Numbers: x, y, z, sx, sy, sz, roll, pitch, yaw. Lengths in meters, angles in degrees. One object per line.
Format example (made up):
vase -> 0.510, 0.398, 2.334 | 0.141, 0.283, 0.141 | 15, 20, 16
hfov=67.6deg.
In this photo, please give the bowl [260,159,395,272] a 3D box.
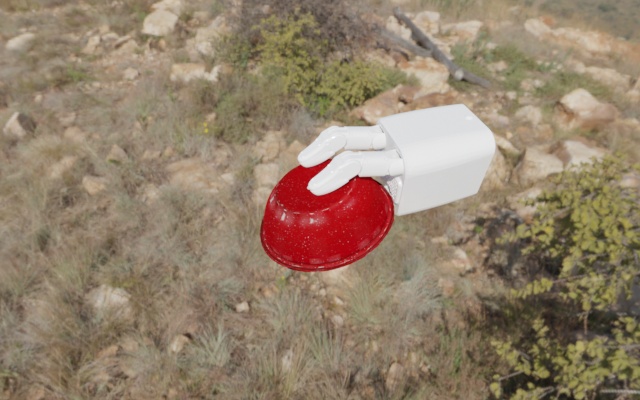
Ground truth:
bowl -> -0.001, 0.002, 0.541 | 0.162, 0.055, 0.162 | -11, 41, 9
